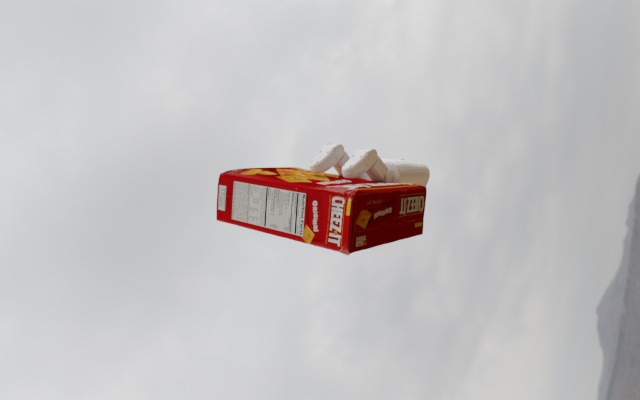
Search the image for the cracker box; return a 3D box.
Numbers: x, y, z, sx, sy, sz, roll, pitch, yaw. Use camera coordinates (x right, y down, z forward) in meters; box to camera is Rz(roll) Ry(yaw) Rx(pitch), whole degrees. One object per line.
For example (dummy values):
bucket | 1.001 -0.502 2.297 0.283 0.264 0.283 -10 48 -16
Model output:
cracker box | 0.000 0.002 0.604 0.213 0.072 0.164 10 10 38
